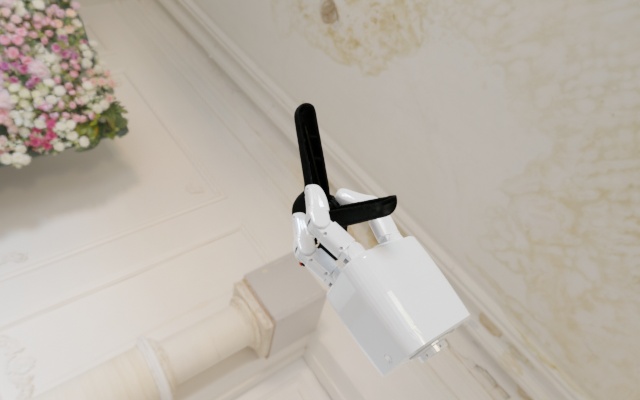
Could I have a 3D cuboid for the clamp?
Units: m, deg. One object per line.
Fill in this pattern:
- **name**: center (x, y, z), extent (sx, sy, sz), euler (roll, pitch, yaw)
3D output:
- **clamp**: center (0.001, 0.002, 0.563), extent (0.036, 0.164, 0.210), euler (-20, -27, -30)
